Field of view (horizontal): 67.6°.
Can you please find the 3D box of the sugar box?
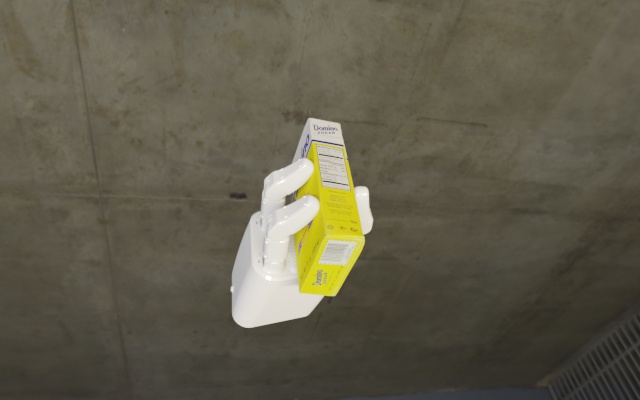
[{"bbox_3d":[0.000,0.002,0.510,0.048,0.176,0.093,7,-46,-19],"label":"sugar box"}]
